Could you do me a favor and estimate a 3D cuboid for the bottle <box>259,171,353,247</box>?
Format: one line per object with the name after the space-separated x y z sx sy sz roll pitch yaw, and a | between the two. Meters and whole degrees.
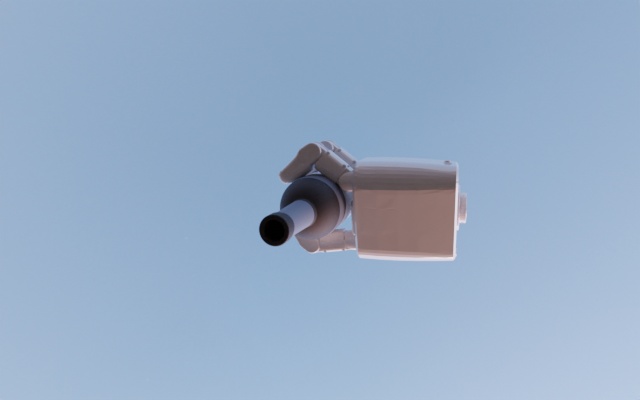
0.000 0.002 0.535 0.069 0.069 0.295 0 9 15 | bottle
